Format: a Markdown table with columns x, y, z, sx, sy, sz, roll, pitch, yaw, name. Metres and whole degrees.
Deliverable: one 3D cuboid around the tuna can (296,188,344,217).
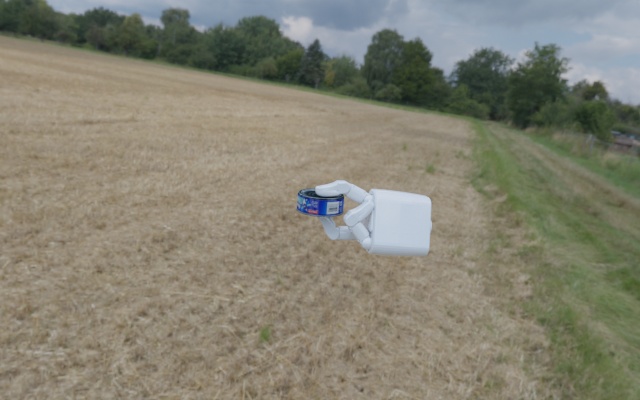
| x | y | z | sx | sy | sz | roll | pitch | yaw | name |
| --- | --- | --- | --- | --- | --- | --- | --- | --- | --- |
| 0.000 | 0.002 | 0.863 | 0.086 | 0.034 | 0.086 | 4 | 14 | -1 | tuna can |
